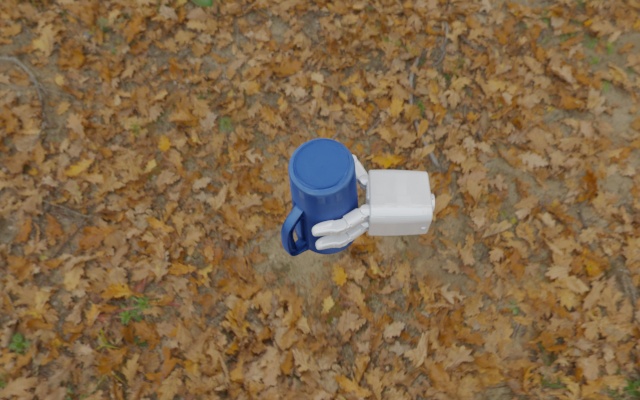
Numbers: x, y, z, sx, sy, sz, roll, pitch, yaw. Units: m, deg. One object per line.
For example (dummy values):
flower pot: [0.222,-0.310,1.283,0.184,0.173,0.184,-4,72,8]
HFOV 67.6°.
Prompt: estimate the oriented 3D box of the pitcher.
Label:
pitcher: [0.000,0.003,0.859,0.145,0.149,0.243,0,-26,4]
